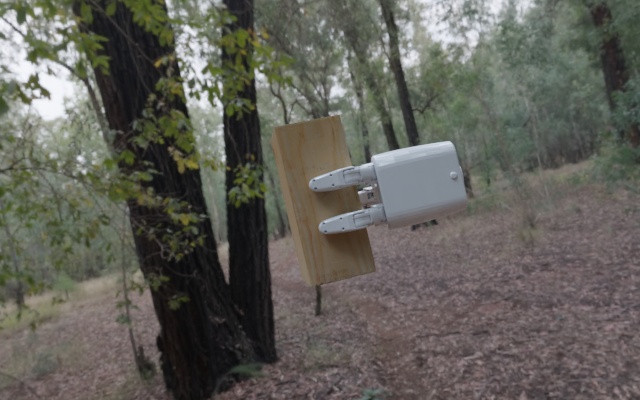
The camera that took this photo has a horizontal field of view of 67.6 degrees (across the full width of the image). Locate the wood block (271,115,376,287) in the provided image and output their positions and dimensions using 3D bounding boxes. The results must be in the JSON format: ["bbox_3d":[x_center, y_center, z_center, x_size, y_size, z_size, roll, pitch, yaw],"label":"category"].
[{"bbox_3d":[0.000,0.002,0.645,0.090,0.206,0.091,-13,-2,-9],"label":"wood block"}]
